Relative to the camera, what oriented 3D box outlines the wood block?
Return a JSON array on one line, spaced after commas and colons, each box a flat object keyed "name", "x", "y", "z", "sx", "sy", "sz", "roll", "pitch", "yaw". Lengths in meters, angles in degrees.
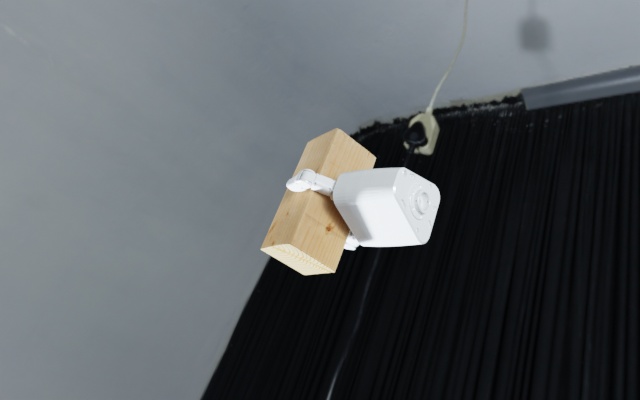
[{"name": "wood block", "x": 0.000, "y": 0.002, "z": 0.752, "sx": 0.091, "sy": 0.206, "sz": 0.090, "roll": 34, "pitch": -27, "yaw": -25}]
